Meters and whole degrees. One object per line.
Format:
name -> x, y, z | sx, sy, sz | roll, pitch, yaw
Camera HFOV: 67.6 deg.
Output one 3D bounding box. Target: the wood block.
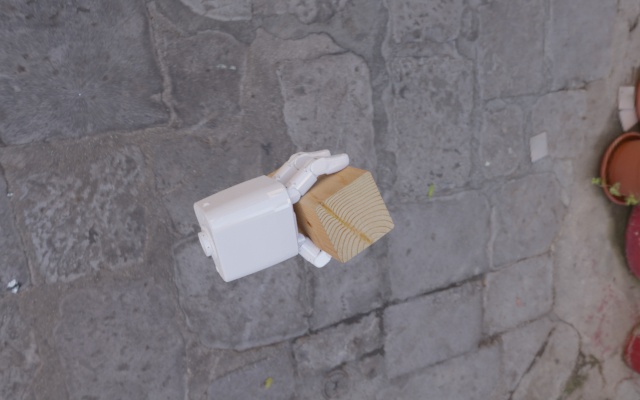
wood block -> 0.000, 0.003, 0.688 | 0.090, 0.091, 0.206 | -34, 24, -16
